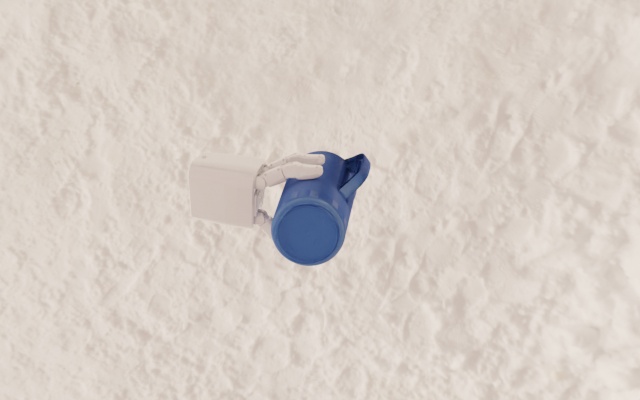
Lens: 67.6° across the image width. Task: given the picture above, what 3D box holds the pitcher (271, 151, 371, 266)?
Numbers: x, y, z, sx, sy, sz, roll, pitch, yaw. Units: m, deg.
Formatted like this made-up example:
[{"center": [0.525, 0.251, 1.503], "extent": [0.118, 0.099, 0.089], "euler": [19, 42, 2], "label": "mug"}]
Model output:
[{"center": [0.000, 0.003, 0.784], "extent": [0.145, 0.149, 0.242], "euler": [10, 20, 1], "label": "pitcher"}]
